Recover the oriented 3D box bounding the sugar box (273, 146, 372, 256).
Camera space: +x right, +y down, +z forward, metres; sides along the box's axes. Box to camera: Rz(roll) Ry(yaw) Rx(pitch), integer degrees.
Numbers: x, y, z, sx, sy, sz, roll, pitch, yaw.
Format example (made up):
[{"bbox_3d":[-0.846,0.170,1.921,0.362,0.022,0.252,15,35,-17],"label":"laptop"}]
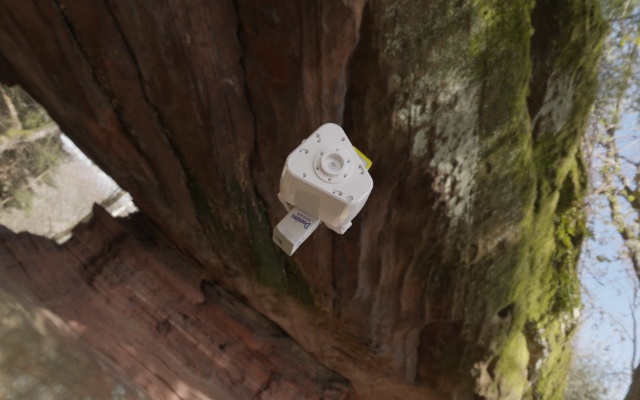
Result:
[{"bbox_3d":[0.000,0.002,0.737,0.176,0.048,0.093,-44,-7,-17],"label":"sugar box"}]
